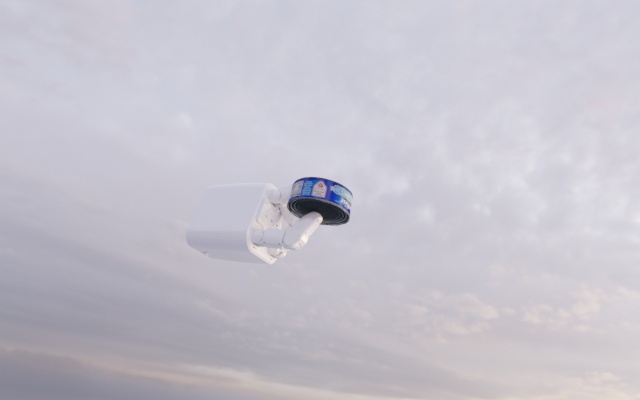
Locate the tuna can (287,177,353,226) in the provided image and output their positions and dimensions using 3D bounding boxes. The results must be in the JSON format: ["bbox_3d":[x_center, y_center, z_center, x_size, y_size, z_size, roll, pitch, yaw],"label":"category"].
[{"bbox_3d":[0.000,0.002,0.639,0.086,0.033,0.086,11,-23,5],"label":"tuna can"}]
